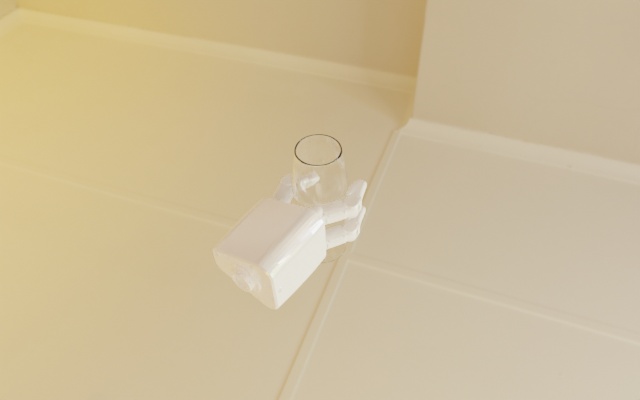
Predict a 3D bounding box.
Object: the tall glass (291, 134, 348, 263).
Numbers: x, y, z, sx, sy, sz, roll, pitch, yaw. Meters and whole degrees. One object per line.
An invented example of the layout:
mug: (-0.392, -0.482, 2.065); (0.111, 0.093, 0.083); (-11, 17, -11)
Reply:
tall glass: (0.000, 0.003, 0.683); (0.079, 0.079, 0.201); (0, -43, 2)
